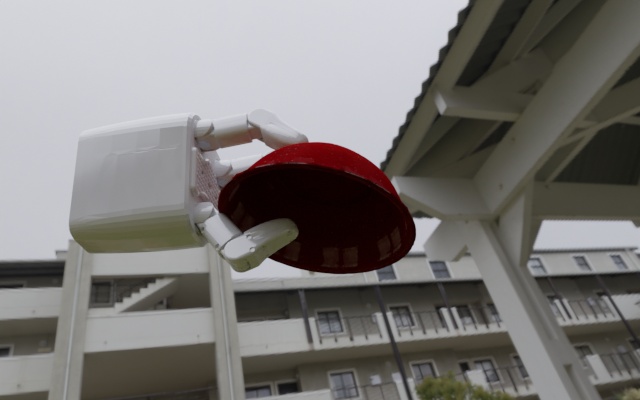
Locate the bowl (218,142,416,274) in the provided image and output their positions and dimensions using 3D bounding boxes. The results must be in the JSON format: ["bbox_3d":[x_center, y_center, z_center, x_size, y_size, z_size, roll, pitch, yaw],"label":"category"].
[{"bbox_3d":[0.001,0.001,0.401,0.162,0.055,0.162,8,-34,6],"label":"bowl"}]
